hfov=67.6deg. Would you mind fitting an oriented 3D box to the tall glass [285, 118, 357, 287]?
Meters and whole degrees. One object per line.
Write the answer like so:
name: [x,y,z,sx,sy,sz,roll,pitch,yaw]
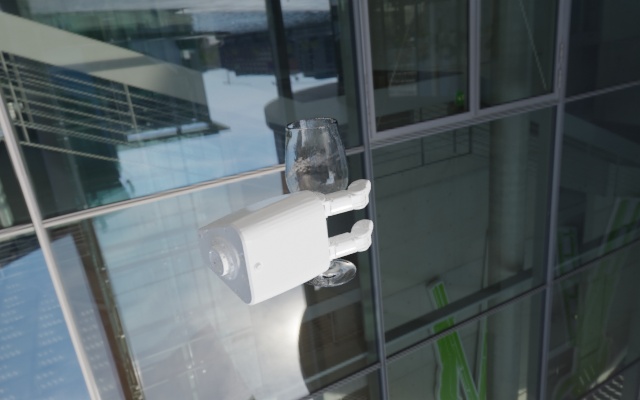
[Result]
tall glass: [0.000,0.003,0.596,0.079,0.201,0.079,-6,19,2]
